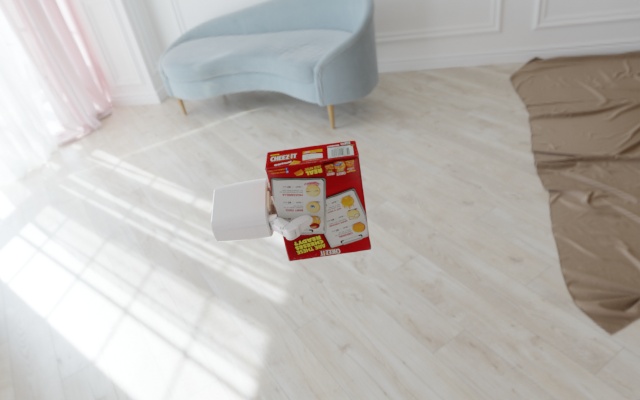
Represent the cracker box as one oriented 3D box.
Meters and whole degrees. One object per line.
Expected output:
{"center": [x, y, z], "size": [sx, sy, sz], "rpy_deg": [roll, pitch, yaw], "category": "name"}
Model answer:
{"center": [0.000, 0.003, 0.890], "size": [0.164, 0.214, 0.072], "rpy_deg": [-8, 35, 4], "category": "cracker box"}
